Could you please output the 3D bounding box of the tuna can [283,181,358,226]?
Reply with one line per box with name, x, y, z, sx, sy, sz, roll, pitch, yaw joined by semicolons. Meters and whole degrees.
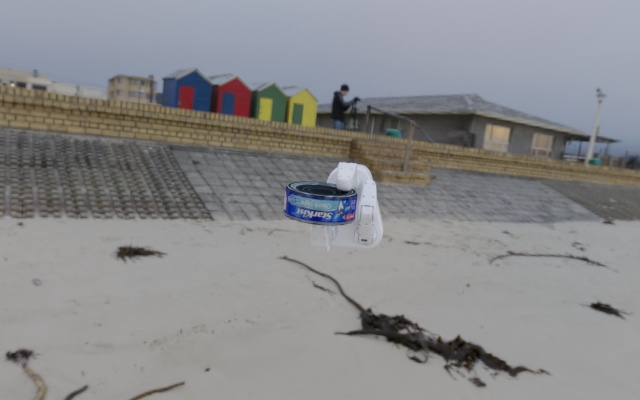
tuna can;0.000;0.001;0.559;0.086;0.034;0.086;6;12;-1
